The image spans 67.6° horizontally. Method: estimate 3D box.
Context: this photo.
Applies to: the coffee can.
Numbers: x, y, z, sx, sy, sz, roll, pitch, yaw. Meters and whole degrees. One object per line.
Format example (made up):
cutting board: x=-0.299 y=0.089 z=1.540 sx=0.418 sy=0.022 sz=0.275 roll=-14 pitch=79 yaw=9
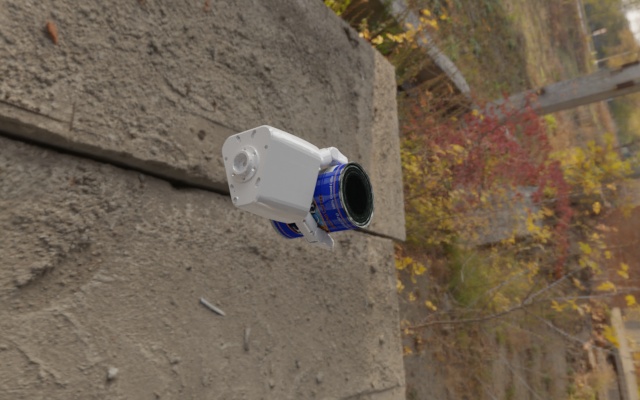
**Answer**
coffee can: x=0.000 y=0.003 z=0.757 sx=0.140 sy=0.103 sz=0.103 roll=-11 pitch=-6 yaw=33
